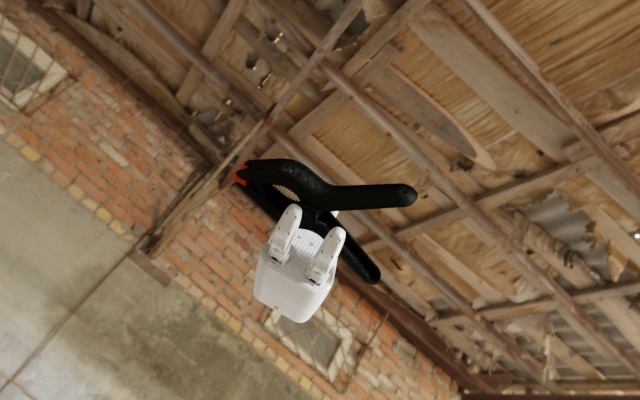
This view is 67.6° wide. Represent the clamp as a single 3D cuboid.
[{"bbox_3d":[0.000,0.001,0.536,0.210,0.036,0.165,29,-41,6],"label":"clamp"}]
